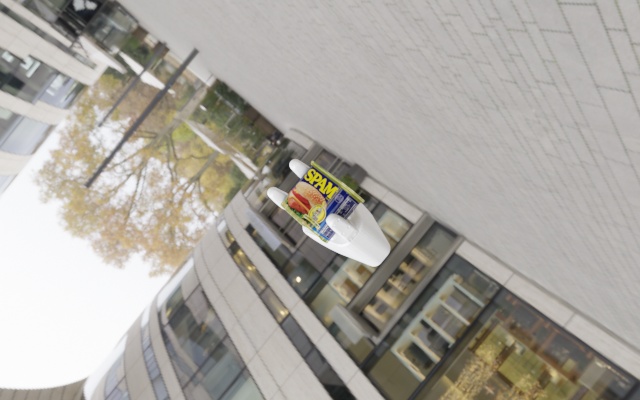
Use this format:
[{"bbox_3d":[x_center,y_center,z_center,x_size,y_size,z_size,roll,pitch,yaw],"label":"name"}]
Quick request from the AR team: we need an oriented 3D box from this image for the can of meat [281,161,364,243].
[{"bbox_3d":[0.000,0.003,0.710,0.102,0.084,0.057,39,1,41],"label":"can of meat"}]
